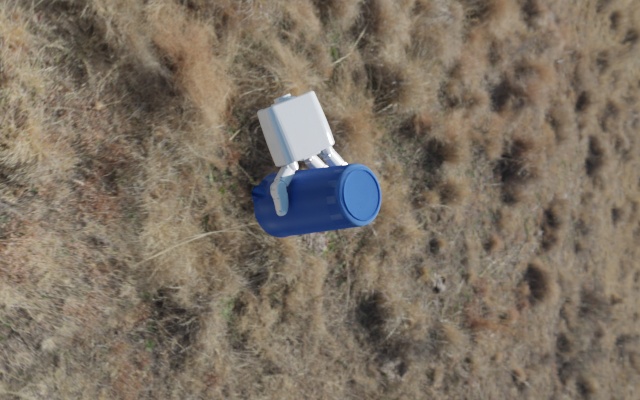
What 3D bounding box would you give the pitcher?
[{"bbox_3d":[0.000,0.003,0.897,0.149,0.145,0.243,-30,15,-38],"label":"pitcher"}]
